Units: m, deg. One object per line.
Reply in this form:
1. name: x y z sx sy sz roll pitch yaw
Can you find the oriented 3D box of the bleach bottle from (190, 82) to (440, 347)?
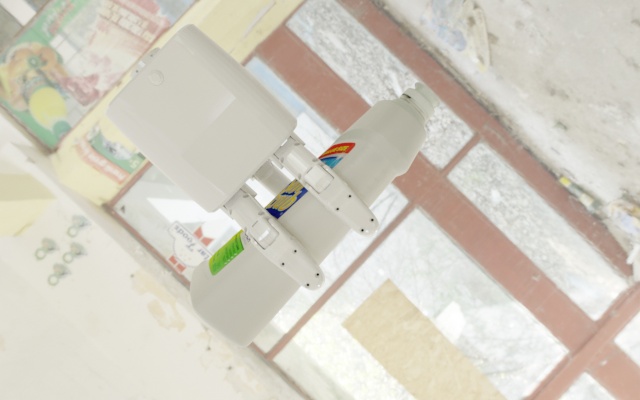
1. bleach bottle: 0.000 0.001 0.402 0.068 0.251 0.102 44 0 -16
